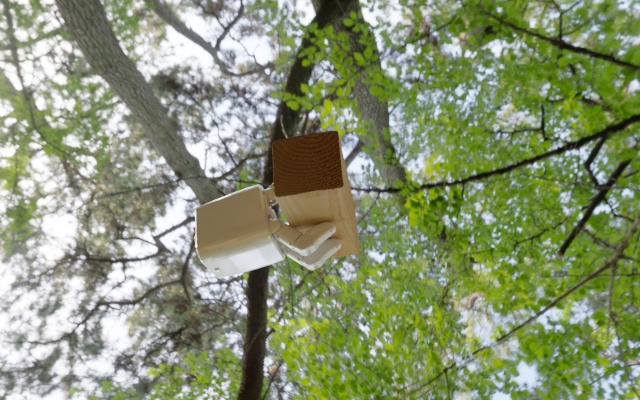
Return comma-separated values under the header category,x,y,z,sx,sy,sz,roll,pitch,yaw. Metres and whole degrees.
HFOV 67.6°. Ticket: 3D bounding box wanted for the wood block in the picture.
category,x,y,z,sx,sy,sz,roll,pitch,yaw
wood block,0.000,0.002,0.691,0.090,0.090,0.206,-9,-30,6
